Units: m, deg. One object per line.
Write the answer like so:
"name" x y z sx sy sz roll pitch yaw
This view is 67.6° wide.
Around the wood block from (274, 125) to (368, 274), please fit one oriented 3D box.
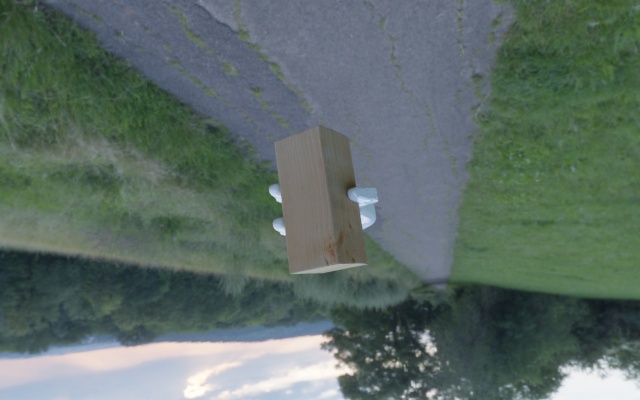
"wood block" 0.001 0.003 0.733 0.091 0.206 0.090 -16 -15 31
